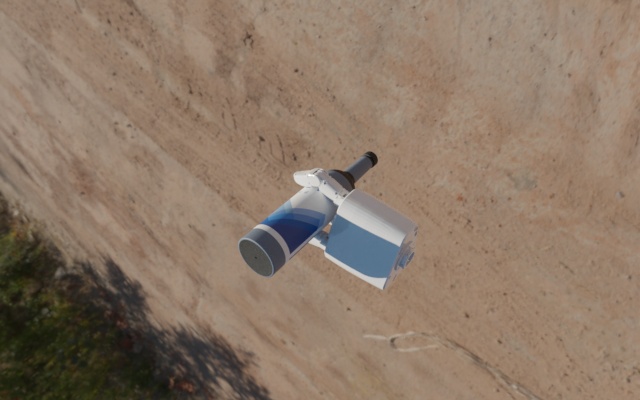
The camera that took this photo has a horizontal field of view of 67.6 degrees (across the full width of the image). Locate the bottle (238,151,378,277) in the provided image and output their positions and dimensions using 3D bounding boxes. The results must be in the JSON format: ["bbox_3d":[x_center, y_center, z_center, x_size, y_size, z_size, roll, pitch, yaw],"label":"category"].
[{"bbox_3d":[0.000,0.002,0.739,0.069,0.069,0.295,0,31,45],"label":"bottle"}]
